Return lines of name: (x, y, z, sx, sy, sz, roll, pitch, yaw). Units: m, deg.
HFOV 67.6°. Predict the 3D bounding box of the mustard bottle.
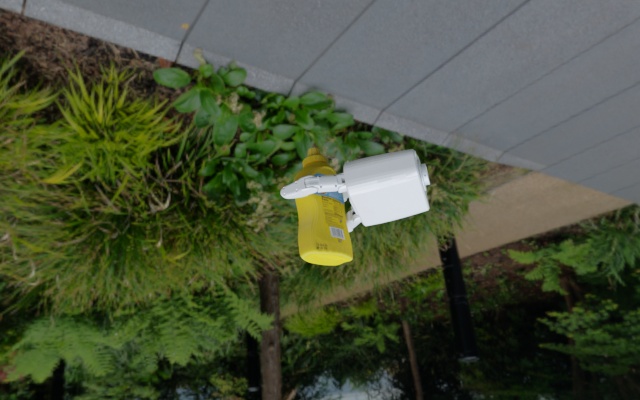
mustard bottle: (0.000, 0.003, 0.757, 0.058, 0.191, 0.096, -25, -28, 36)
